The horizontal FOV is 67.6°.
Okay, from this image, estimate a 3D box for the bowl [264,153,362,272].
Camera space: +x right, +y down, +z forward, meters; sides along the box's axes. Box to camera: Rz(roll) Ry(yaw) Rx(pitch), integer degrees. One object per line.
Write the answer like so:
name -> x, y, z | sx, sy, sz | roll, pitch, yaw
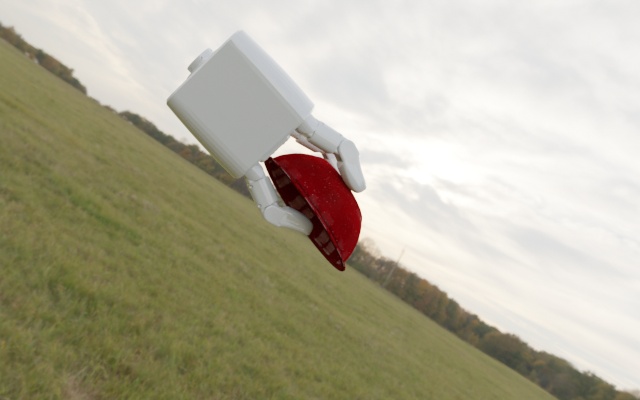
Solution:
bowl -> 0.001, 0.003, 0.557 | 0.055, 0.162, 0.162 | -34, 7, -11
